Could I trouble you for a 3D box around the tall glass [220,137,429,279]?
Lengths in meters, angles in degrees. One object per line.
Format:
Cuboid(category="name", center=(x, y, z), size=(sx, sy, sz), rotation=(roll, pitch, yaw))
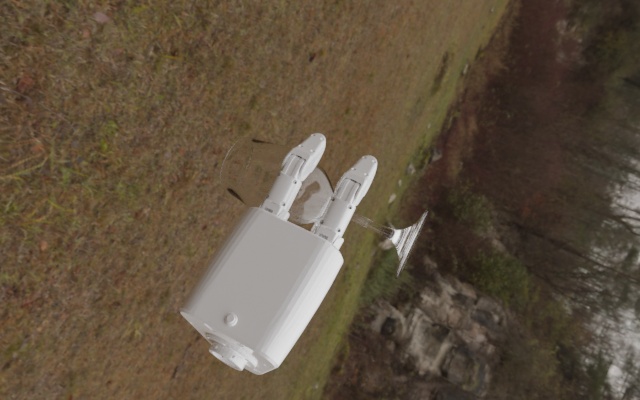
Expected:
Cuboid(category="tall glass", center=(0.001, 0.002, 0.477), size=(0.201, 0.079, 0.079), rotation=(25, 6, 14))
